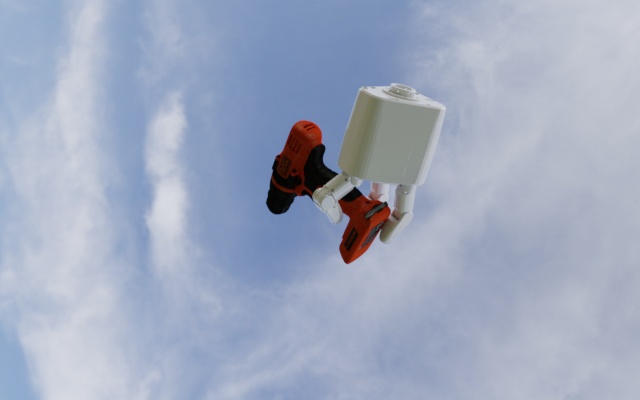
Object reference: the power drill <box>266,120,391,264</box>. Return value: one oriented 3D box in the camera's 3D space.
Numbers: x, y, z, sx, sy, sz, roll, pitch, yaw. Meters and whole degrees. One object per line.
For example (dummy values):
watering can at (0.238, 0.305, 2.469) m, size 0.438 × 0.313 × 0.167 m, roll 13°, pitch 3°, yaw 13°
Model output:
power drill at (0.001, 0.002, 0.701) m, size 0.057 × 0.187 × 0.185 m, roll -32°, pitch -22°, yaw -40°
